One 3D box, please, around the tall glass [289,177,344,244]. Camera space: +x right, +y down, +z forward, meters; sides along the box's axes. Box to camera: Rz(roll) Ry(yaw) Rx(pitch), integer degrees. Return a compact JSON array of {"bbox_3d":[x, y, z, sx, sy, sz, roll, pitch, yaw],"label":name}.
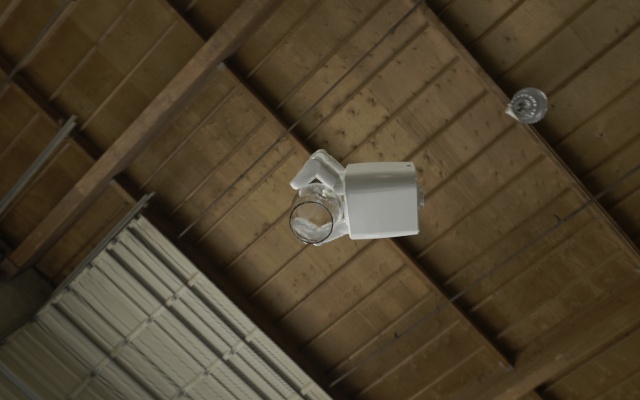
[{"bbox_3d":[0.000,0.002,0.746,0.079,0.079,0.201,0,17,8],"label":"tall glass"}]
